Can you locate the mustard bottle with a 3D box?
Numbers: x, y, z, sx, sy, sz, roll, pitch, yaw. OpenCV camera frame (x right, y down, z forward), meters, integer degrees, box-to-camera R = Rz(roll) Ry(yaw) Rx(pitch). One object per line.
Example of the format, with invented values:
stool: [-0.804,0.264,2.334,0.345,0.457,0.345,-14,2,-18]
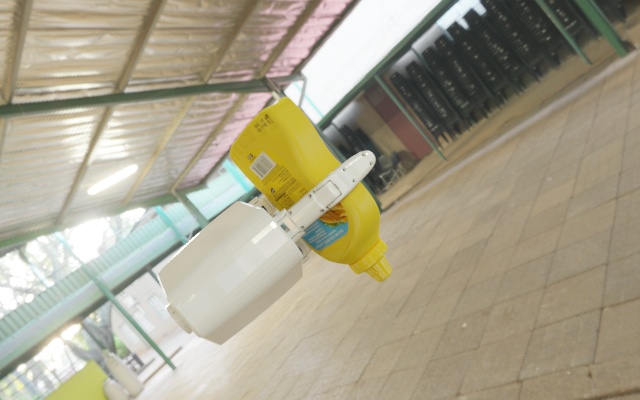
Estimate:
mustard bottle: [0.000,0.001,0.455,0.058,0.191,0.096,-43,3,-40]
